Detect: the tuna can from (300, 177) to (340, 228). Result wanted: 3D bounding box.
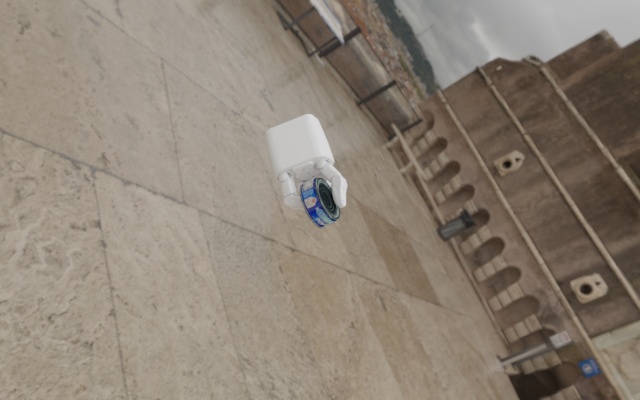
[{"bbox_3d":[0.001,0.003,0.842,0.034,0.086,0.086,-25,-9,20],"label":"tuna can"}]
